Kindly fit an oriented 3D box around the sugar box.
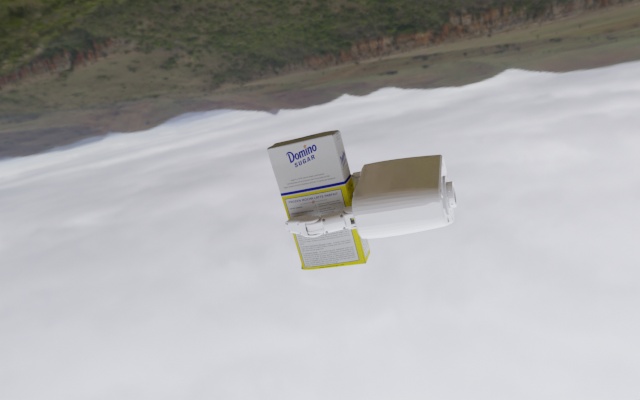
[{"bbox_3d":[0.000,0.002,0.631,0.093,0.176,0.048,-9,14,18],"label":"sugar box"}]
